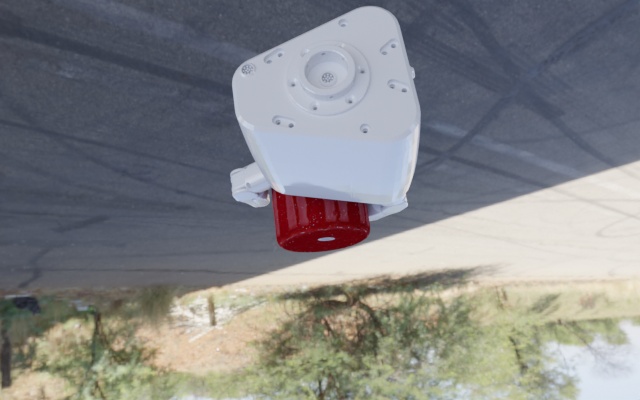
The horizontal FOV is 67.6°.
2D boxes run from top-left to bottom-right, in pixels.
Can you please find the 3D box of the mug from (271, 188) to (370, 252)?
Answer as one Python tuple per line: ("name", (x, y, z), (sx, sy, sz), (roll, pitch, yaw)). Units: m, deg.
("mug", (0.000, 0.002, 0.435), (0.093, 0.081, 0.117), (-9, -19, 5))
